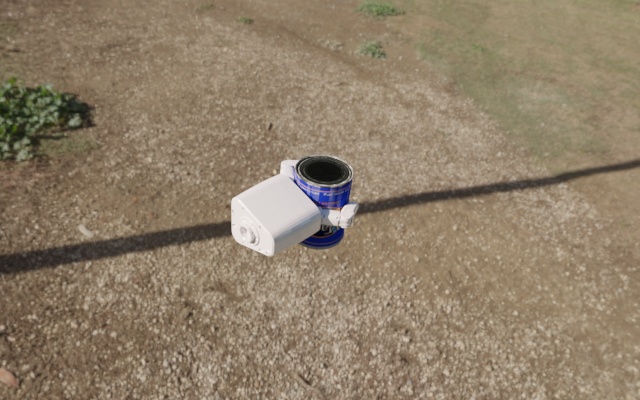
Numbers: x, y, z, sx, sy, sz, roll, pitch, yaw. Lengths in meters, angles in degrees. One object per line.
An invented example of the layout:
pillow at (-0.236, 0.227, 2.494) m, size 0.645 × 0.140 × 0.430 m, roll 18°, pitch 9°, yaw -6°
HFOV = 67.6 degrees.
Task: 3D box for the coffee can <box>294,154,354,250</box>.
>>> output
coffee can at (0.000, 0.003, 0.859) m, size 0.103 × 0.140 × 0.102 m, roll 5°, pitch 36°, yaw -3°
